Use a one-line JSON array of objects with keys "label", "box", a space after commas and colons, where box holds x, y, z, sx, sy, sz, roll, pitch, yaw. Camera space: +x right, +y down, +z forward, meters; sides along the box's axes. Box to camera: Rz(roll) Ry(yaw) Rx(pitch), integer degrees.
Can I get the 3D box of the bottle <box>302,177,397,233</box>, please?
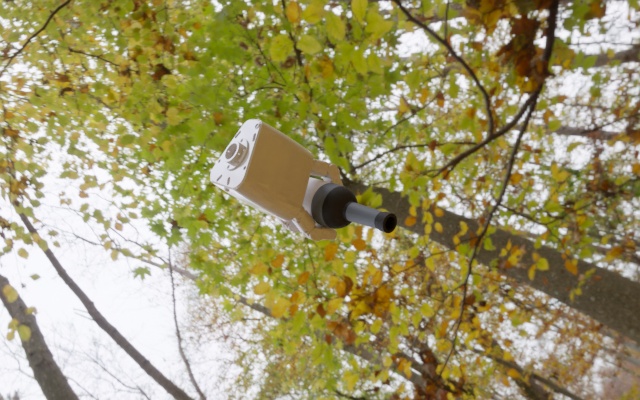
[{"label": "bottle", "box": [0.000, 0.002, 0.741, 0.069, 0.069, 0.295, 0, 11, -40]}]
